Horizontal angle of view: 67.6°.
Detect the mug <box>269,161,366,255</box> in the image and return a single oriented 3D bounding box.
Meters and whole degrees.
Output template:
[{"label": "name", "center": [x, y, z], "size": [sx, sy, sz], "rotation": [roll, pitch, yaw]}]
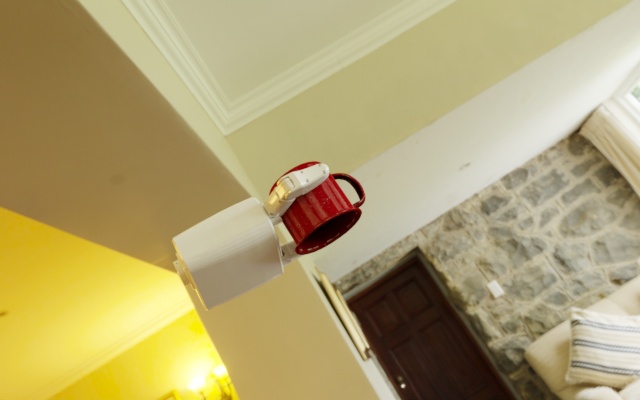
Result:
[{"label": "mug", "center": [0.001, 0.001, 0.585], "size": [0.117, 0.081, 0.093], "rotation": [-26, -21, -20]}]
